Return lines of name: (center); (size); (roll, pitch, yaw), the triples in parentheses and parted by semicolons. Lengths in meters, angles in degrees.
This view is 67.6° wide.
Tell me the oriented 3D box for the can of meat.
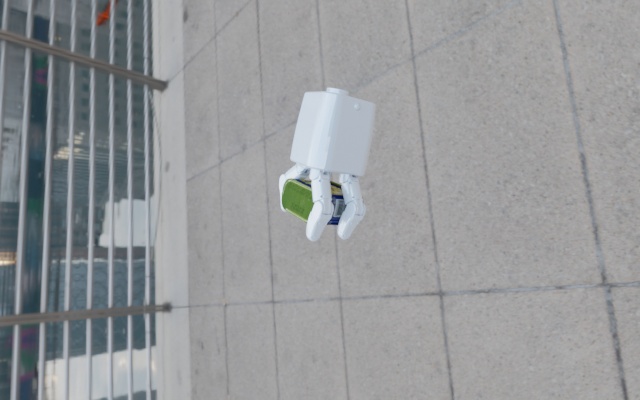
can of meat: (0.000, 0.002, 0.728); (0.084, 0.057, 0.102); (5, 13, -39)
